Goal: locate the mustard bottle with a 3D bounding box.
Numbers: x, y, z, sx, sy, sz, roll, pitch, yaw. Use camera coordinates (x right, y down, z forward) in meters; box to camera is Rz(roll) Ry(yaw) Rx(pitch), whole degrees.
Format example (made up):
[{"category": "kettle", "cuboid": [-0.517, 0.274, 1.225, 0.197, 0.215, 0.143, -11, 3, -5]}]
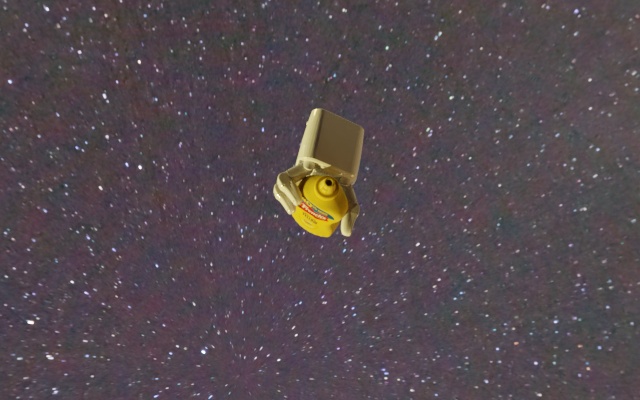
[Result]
[{"category": "mustard bottle", "cuboid": [0.000, 0.003, 0.842, 0.096, 0.058, 0.192, 37, -21, 5]}]
